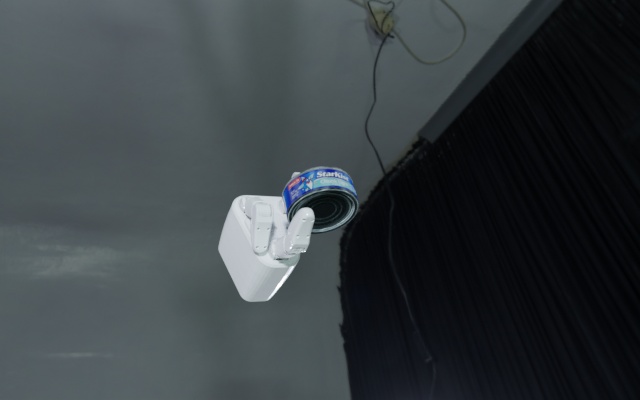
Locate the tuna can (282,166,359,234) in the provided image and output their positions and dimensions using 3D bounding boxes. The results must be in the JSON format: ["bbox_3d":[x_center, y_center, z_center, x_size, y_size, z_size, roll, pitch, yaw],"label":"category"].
[{"bbox_3d":[0.000,0.002,0.553,0.086,0.033,0.086,-9,-38,-7],"label":"tuna can"}]
